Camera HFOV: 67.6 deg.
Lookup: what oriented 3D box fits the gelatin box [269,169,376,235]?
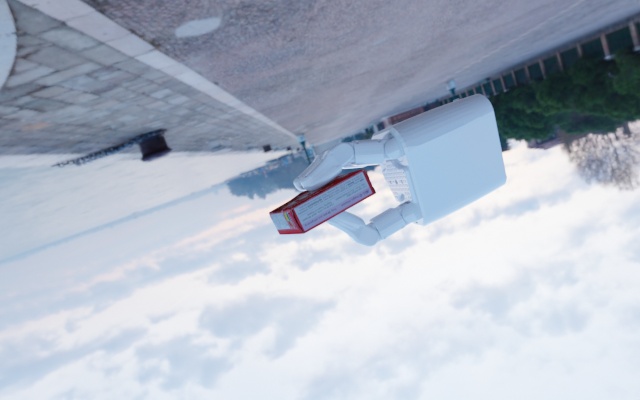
[{"bbox_3d":[0.000,0.002,0.480,0.089,0.030,0.073,-29,7,-21],"label":"gelatin box"}]
